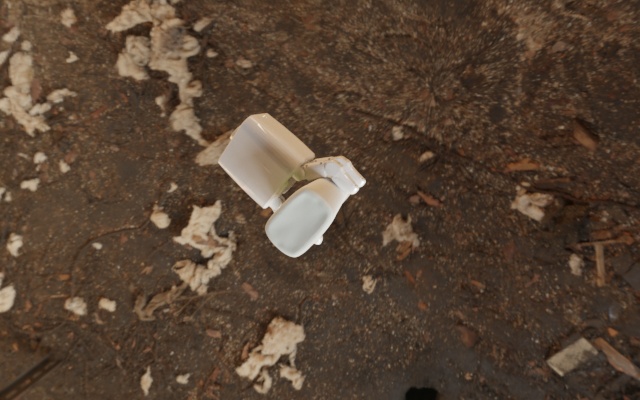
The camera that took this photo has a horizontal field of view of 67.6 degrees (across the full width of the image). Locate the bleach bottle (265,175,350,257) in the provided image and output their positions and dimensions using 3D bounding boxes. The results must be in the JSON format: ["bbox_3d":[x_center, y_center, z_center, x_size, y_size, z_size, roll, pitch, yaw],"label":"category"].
[{"bbox_3d":[0.000,0.002,0.754,0.102,0.068,0.250,-46,-1,18],"label":"bleach bottle"}]
